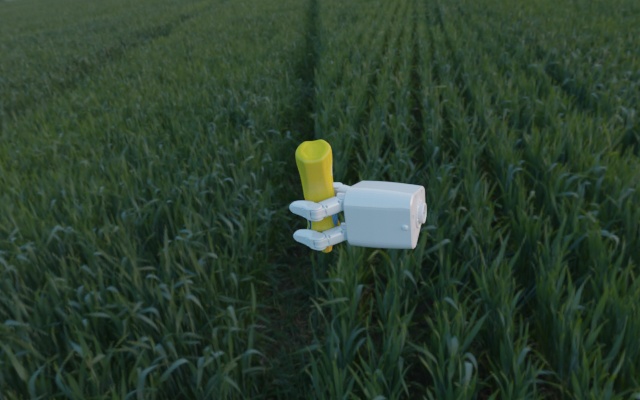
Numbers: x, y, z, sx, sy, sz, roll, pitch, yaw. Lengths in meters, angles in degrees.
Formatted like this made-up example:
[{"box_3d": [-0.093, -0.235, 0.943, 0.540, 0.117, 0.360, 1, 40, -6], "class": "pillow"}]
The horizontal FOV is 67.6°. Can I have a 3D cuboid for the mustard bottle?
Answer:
[{"box_3d": [0.000, 0.002, 0.796, 0.058, 0.192, 0.096, -8, 27, 1], "class": "mustard bottle"}]
